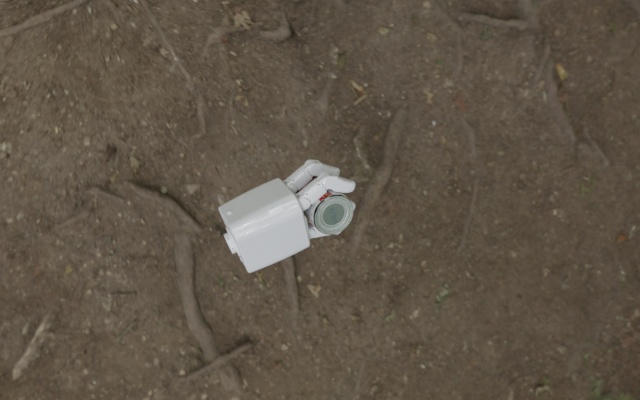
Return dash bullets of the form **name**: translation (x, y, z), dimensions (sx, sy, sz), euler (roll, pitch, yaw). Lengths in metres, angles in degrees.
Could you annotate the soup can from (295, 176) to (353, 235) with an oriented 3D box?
- **soup can**: translation (0.001, 0.002, 0.755), dimensions (0.068, 0.068, 0.102), euler (0, 23, -26)
